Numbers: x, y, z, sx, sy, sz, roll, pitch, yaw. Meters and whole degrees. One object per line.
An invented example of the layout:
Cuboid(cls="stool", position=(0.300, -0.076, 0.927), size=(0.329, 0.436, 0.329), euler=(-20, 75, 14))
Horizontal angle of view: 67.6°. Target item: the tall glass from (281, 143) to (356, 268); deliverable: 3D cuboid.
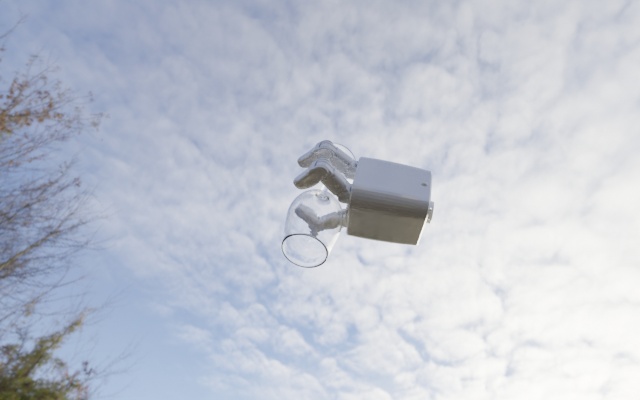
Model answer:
Cuboid(cls="tall glass", position=(0.000, 0.002, 0.682), size=(0.079, 0.079, 0.201), euler=(0, 39, 16))
